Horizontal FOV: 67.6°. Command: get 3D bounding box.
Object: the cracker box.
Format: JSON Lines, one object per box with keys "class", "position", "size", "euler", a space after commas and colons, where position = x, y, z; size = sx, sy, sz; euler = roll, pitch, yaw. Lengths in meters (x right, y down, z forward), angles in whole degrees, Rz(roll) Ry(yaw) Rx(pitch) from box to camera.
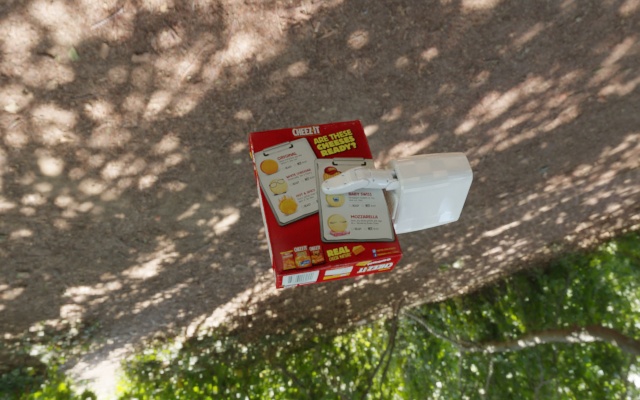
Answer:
{"class": "cracker box", "position": [0.000, 0.002, 0.654], "size": [0.164, 0.213, 0.072], "euler": [-8, -27, -12]}
